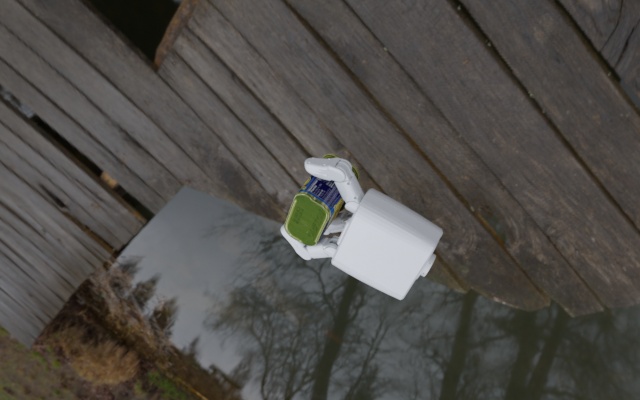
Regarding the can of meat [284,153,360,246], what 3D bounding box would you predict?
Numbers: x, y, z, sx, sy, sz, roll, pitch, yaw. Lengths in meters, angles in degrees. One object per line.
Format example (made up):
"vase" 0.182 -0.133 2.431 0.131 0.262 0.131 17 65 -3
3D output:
"can of meat" 0.000 0.002 0.635 0.057 0.084 0.102 31 -39 7
